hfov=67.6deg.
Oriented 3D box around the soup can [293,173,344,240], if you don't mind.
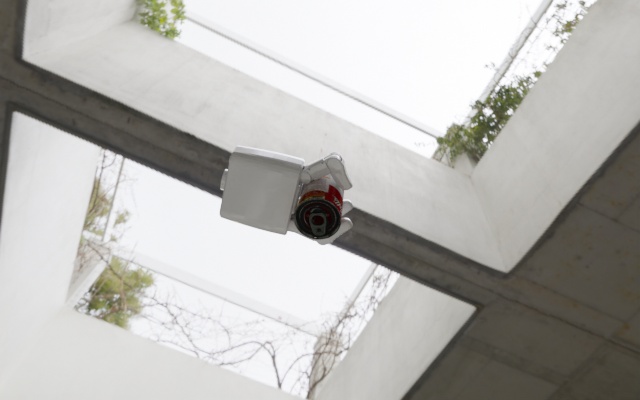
[{"bbox_3d":[0.001,0.002,0.714,0.068,0.068,0.102,0,30,6],"label":"soup can"}]
